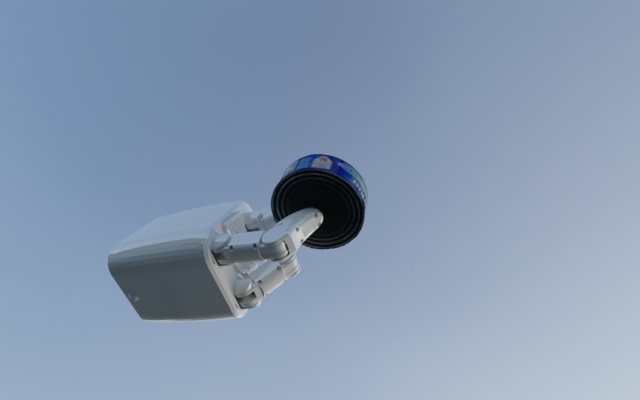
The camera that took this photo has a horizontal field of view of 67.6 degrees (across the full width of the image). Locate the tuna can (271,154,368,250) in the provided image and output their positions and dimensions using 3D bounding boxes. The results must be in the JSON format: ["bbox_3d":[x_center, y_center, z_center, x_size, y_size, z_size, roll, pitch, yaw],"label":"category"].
[{"bbox_3d":[0.000,0.001,0.438,0.086,0.086,0.033,0,32,14],"label":"tuna can"}]
